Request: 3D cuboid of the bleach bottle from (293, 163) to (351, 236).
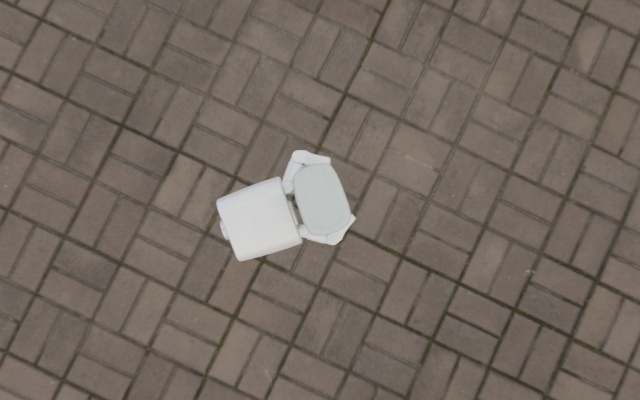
[{"bbox_3d":[0.000,0.002,0.776,0.068,0.102,0.251,-19,-3,-1],"label":"bleach bottle"}]
